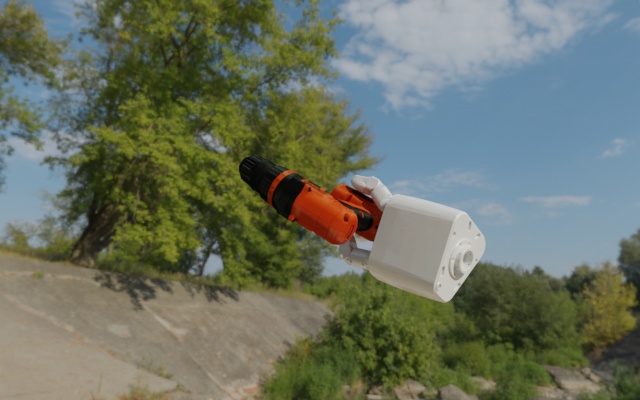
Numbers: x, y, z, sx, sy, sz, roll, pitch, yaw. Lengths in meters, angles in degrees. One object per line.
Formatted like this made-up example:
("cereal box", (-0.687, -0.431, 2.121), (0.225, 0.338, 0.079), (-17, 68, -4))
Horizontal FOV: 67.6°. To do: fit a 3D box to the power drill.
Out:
("power drill", (0.001, 0.002, 0.645), (0.184, 0.057, 0.187), (34, 13, 30))
